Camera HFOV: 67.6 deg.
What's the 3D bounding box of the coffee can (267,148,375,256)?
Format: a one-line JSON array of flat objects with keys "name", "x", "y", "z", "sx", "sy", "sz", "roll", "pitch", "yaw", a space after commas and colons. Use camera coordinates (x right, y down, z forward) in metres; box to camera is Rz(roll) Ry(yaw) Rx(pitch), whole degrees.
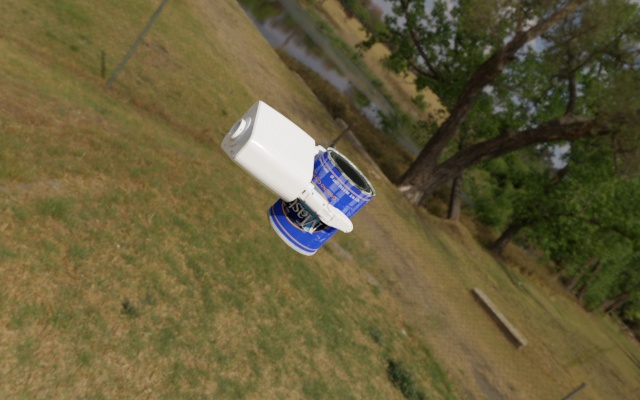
[{"name": "coffee can", "x": 0.000, "y": 0.003, "z": 0.747, "sx": 0.140, "sy": 0.102, "sz": 0.103, "roll": -45, "pitch": -16, "yaw": 17}]
